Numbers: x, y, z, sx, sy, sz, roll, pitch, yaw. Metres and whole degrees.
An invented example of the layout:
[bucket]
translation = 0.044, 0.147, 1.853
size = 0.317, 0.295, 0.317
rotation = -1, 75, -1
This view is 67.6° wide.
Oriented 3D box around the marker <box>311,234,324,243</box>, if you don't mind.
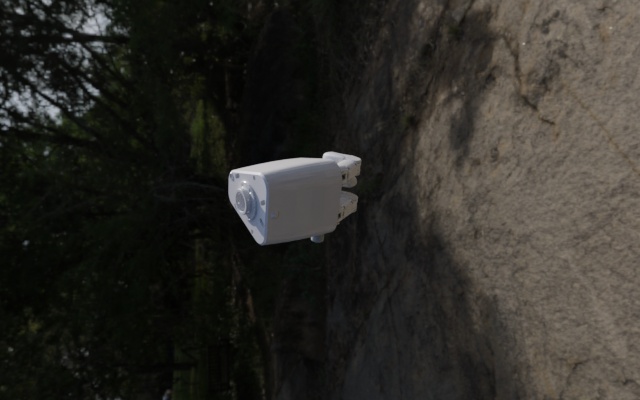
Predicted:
[marker]
translation = 0.000, 0.002, 0.675
size = 0.020, 0.121, 0.020
rotation = 4, 23, -2
